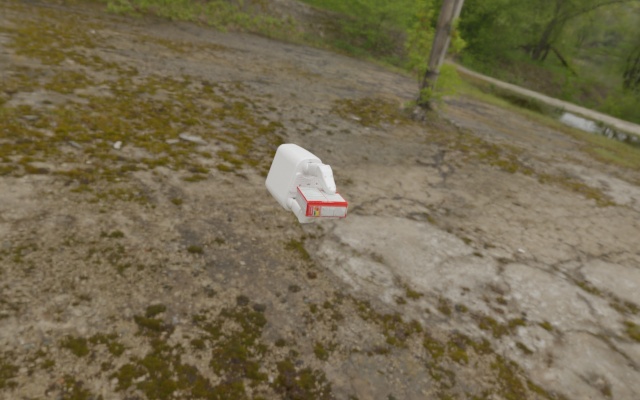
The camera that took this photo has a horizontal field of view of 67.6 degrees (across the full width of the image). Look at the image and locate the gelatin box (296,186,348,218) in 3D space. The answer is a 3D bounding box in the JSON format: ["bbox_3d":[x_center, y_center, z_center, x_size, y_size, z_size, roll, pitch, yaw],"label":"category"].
[{"bbox_3d":[0.000,0.002,0.847,0.073,0.030,0.089,2,18,-17],"label":"gelatin box"}]
